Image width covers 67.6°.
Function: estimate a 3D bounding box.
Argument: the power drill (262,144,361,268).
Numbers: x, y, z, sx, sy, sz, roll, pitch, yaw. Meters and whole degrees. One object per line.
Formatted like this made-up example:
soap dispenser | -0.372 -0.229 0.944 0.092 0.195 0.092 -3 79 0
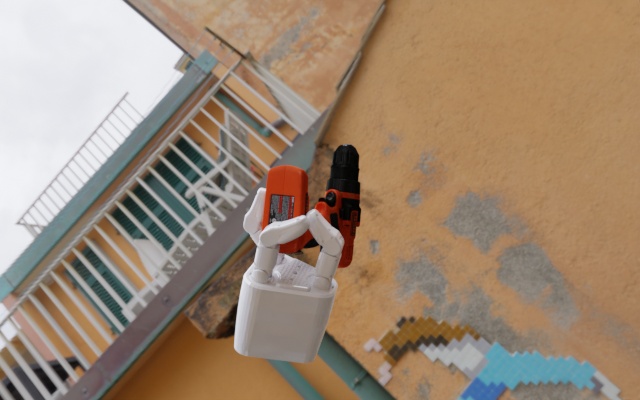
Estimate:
power drill | 0.000 0.002 0.646 0.057 0.184 0.187 2 -4 30
